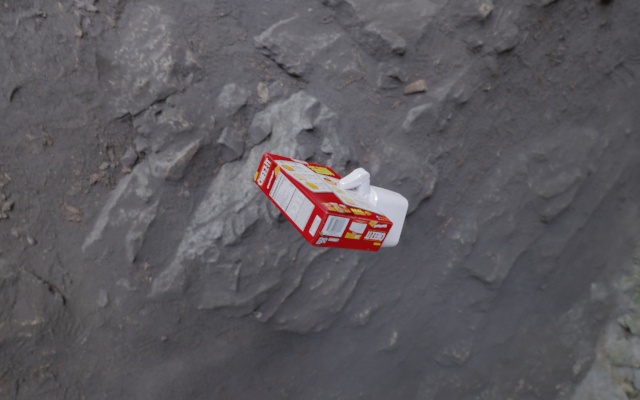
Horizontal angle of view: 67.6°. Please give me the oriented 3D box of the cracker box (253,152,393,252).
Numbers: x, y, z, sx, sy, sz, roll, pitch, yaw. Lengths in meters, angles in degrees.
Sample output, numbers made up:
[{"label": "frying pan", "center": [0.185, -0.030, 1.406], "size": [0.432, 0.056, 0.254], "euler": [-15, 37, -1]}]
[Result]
[{"label": "cracker box", "center": [0.000, 0.003, 0.854], "size": [0.164, 0.072, 0.213], "euler": [10, 24, -42]}]
